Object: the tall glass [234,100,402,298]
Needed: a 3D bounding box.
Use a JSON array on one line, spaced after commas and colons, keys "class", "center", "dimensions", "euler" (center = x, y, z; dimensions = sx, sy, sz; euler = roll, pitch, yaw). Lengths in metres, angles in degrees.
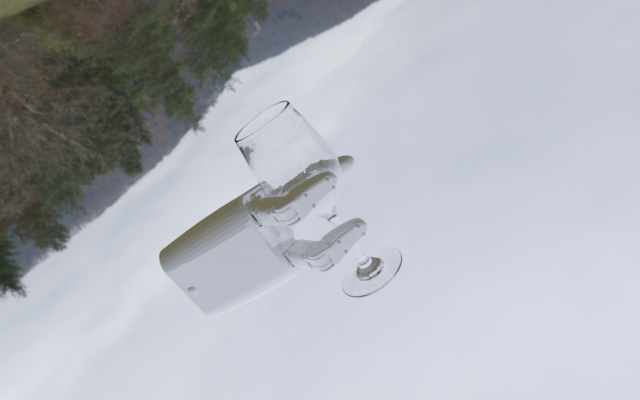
[{"class": "tall glass", "center": [0.001, 0.002, 0.471], "dimensions": [0.079, 0.201, 0.079], "euler": [-30, 23, 14]}]
